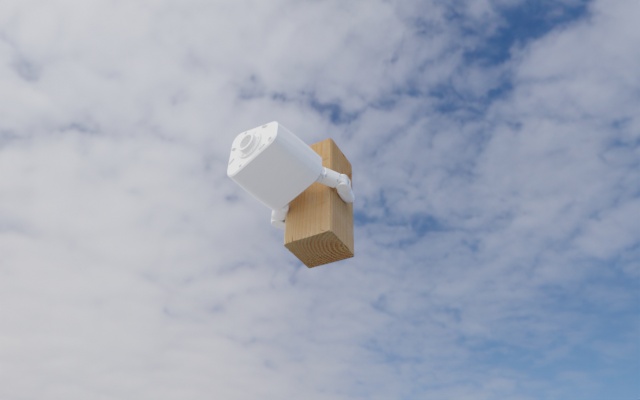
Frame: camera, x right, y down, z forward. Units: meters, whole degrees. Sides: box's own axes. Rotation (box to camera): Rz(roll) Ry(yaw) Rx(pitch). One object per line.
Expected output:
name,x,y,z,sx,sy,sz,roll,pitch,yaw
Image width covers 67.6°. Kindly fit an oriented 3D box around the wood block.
wood block,0.000,0.002,0.847,0.091,0.206,0.090,-18,-42,23
